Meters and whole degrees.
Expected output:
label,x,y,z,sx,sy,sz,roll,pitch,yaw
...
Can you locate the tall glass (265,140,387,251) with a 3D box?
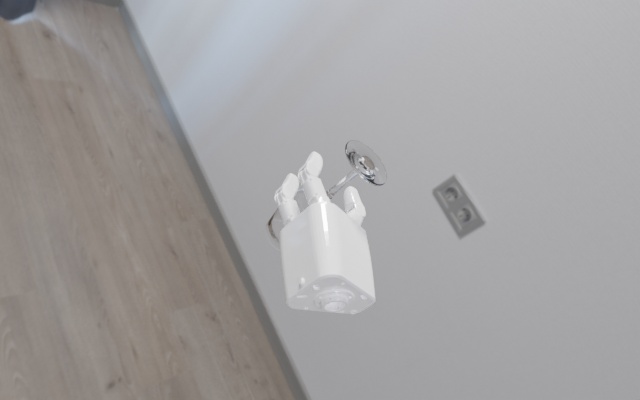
label,x,y,z,sx,sy,sz,roll,pitch,yaw
tall glass,0.001,0.002,0.694,0.079,0.079,0.201,0,-32,-47
